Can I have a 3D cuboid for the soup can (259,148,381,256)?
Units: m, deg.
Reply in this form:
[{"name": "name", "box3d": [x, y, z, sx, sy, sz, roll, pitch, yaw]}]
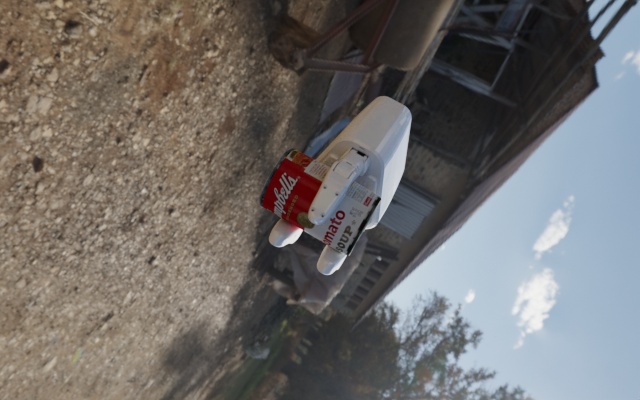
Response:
[{"name": "soup can", "box3d": [0.000, 0.002, 0.472, 0.102, 0.068, 0.068, 30, 4, 7]}]
